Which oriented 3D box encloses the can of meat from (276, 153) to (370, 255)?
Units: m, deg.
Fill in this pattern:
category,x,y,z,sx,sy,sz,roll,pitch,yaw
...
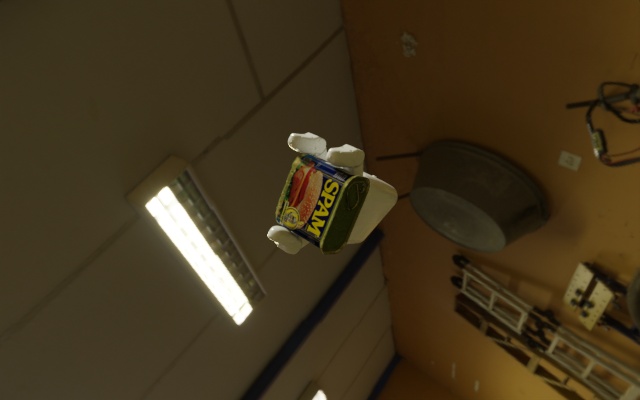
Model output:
category,x,y,z,sx,sy,sz,roll,pitch,yaw
can of meat,0.000,0.002,0.587,0.084,0.102,0.057,28,13,31
